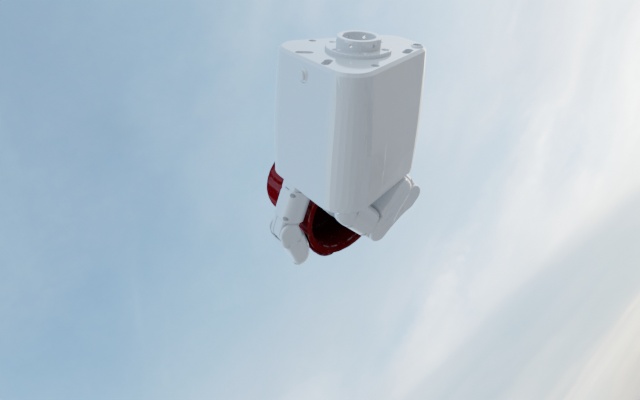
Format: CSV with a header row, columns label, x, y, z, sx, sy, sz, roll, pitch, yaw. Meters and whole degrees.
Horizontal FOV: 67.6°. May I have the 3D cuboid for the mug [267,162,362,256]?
label,x,y,z,sx,sy,sz,roll,pitch,yaw
mug,0.000,0.003,0.479,0.093,0.117,0.081,-21,41,-33
